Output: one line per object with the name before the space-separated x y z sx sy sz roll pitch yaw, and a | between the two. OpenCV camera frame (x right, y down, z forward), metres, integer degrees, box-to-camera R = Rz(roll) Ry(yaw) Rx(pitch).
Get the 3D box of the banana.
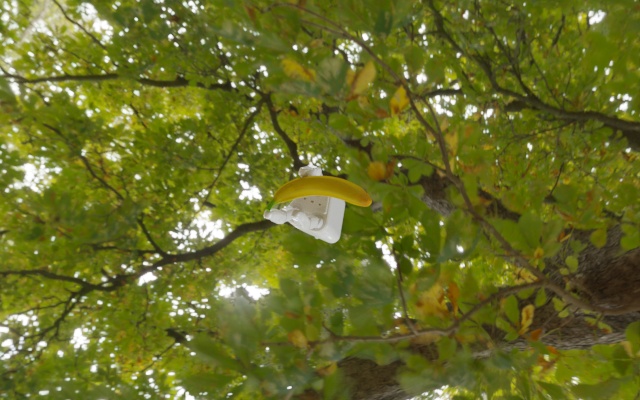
banana | -0.002 -0.014 0.870 0.198 0.069 0.037 -5 -23 18
